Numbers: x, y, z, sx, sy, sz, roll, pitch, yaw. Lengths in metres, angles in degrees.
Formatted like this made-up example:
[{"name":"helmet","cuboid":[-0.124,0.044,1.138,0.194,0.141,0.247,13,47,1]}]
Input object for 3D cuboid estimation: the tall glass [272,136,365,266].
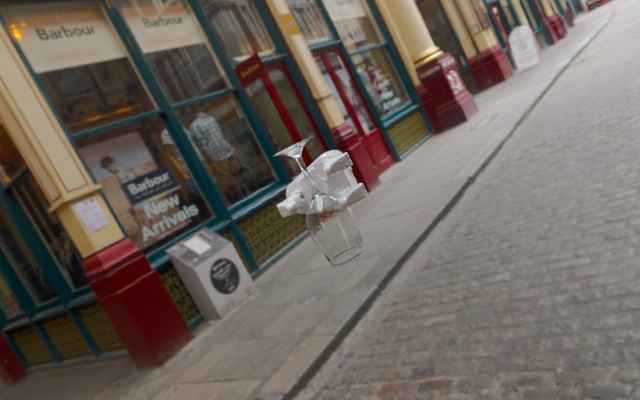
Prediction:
[{"name":"tall glass","cuboid":[0.000,0.002,0.764,0.079,0.201,0.079,-26,7,3]}]
